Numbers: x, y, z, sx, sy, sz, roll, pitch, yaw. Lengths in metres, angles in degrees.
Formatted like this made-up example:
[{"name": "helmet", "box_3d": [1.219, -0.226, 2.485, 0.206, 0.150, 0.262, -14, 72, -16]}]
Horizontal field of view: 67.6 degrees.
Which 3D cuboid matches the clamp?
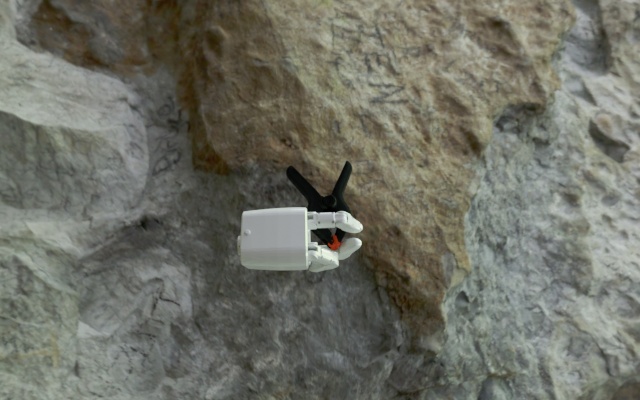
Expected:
[{"name": "clamp", "box_3d": [0.000, 0.003, 0.834, 0.120, 0.171, 0.039, -1, -30, -2]}]
